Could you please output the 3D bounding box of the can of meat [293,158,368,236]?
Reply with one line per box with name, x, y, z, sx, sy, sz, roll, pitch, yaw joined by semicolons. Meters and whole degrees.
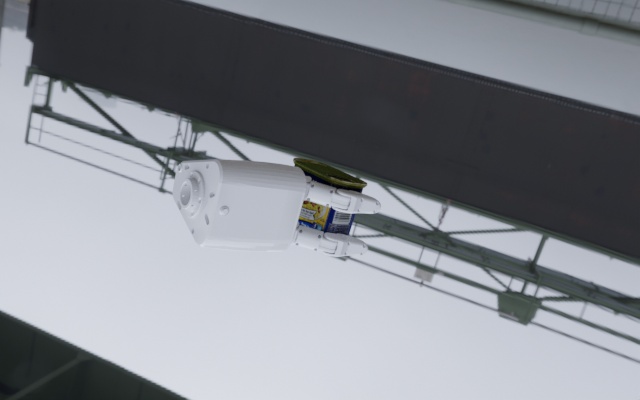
can of meat;0.000;0.002;0.596;0.057;0.084;0.102;4;17;-44
